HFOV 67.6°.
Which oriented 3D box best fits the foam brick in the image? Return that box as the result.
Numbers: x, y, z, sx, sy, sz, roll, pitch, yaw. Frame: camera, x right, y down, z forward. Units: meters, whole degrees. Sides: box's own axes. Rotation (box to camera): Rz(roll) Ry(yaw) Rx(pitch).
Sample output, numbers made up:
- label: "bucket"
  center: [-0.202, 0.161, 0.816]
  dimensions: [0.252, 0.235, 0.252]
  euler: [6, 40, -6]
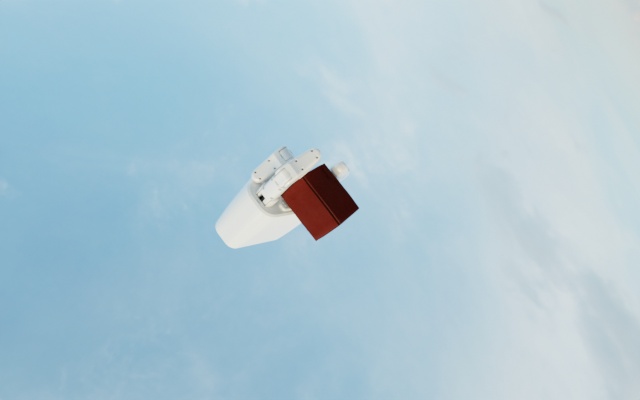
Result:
- label: "foam brick"
  center: [0.000, 0.002, 0.613]
  dimensions: [0.051, 0.078, 0.053]
  euler: [-41, -5, 40]
